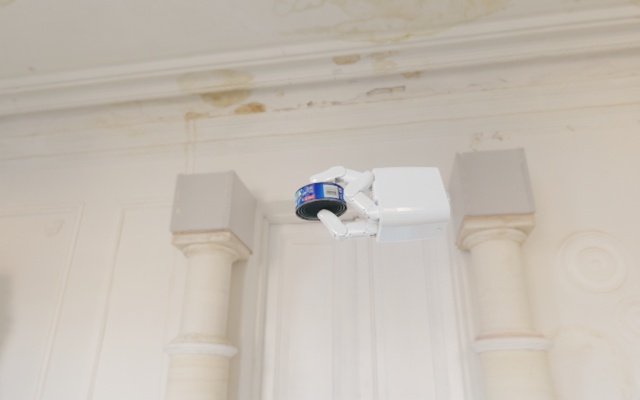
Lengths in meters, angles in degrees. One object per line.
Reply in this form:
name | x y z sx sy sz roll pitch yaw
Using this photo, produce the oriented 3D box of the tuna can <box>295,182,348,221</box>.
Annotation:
tuna can | 0.000 0.002 0.786 0.086 0.033 0.086 -5 -24 -2
